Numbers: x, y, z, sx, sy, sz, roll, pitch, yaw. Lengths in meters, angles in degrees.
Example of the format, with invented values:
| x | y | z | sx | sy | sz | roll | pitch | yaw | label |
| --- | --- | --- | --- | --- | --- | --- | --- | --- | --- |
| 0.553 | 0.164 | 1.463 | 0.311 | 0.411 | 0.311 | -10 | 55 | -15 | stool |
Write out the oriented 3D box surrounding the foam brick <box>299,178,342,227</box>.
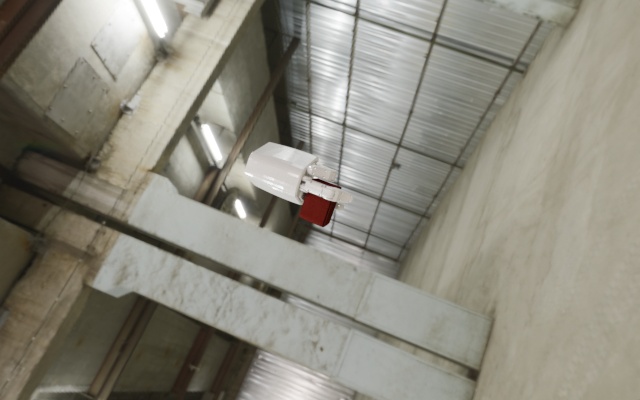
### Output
| x | y | z | sx | sy | sz | roll | pitch | yaw | label |
| --- | --- | --- | --- | --- | --- | --- | --- | --- | --- |
| 0.000 | 0.003 | 0.892 | 0.051 | 0.078 | 0.053 | 20 | 8 | 11 | foam brick |
